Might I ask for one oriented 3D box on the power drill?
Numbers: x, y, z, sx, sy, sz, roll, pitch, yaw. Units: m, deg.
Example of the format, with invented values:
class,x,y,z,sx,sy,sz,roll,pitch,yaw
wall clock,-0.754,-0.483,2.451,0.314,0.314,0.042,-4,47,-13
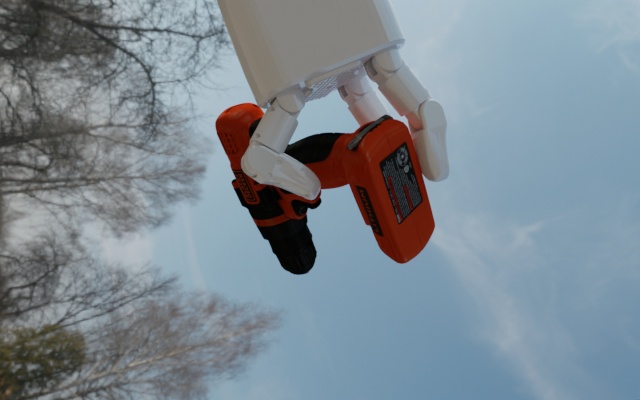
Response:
class,x,y,z,sx,sy,sz,roll,pitch,yaw
power drill,0.000,0.001,0.412,0.187,0.184,0.057,5,37,43
